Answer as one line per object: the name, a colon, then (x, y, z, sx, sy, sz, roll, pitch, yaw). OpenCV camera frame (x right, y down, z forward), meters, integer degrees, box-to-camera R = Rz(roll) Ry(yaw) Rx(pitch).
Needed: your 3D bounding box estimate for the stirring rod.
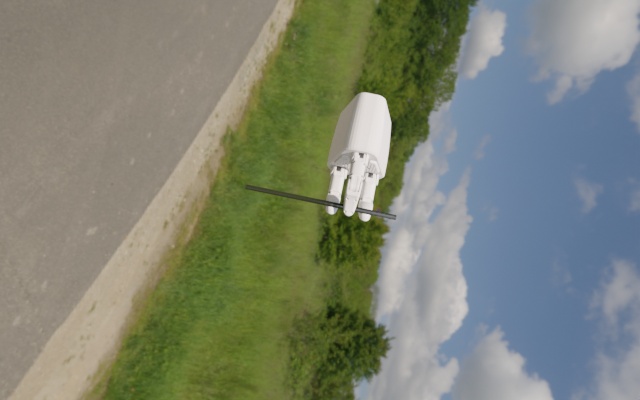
stirring rod: (0.000, 0.002, 0.750, 0.239, 0.011, 0.011, 12, 0, 2)
